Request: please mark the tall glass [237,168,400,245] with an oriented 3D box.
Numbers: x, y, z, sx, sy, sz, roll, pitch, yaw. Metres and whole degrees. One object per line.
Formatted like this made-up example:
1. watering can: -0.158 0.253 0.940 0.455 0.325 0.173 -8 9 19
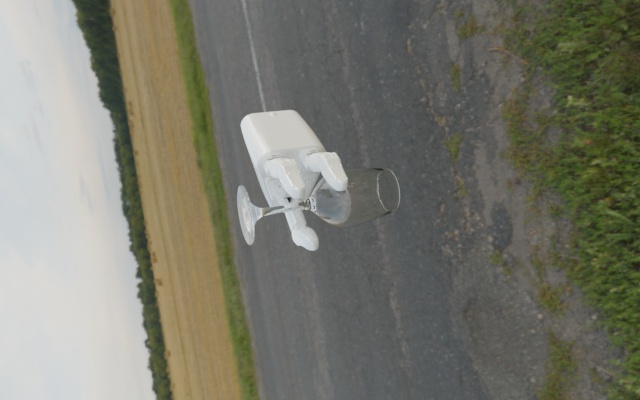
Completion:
1. tall glass: 0.000 0.002 0.613 0.201 0.079 0.079 -9 3 -20
